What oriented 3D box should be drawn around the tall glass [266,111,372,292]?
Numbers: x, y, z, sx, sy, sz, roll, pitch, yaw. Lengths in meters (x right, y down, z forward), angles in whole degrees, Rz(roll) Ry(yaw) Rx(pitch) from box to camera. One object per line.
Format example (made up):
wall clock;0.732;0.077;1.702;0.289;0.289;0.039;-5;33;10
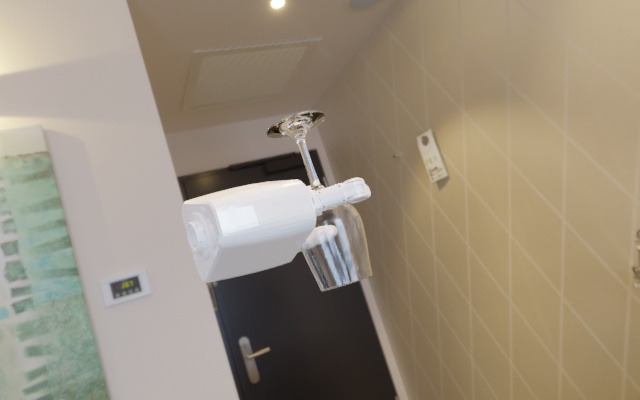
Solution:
tall glass;0.000;0.001;0.562;0.079;0.201;0.079;-18;-8;-3
